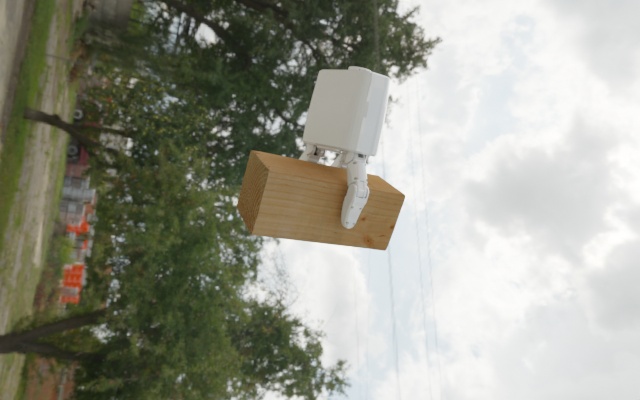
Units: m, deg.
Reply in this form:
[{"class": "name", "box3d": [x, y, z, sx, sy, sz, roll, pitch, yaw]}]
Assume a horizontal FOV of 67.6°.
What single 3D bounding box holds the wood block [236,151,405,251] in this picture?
[{"class": "wood block", "box3d": [0.000, 0.002, 0.667, 0.206, 0.090, 0.090, 9, 19, -26]}]
